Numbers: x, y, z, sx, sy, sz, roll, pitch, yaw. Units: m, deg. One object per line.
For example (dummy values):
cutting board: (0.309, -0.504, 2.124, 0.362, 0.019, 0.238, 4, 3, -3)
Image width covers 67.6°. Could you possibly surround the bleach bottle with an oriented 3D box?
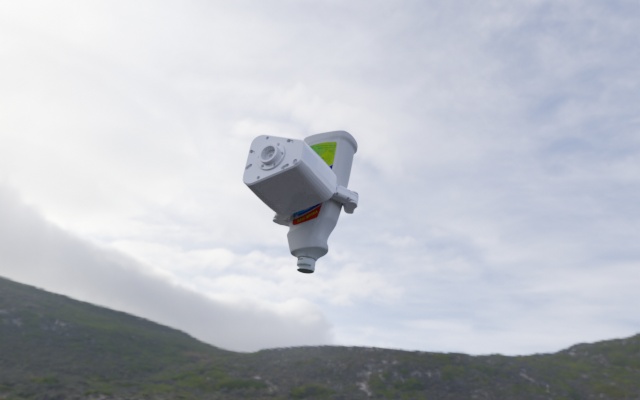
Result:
bleach bottle: (0.000, 0.003, 0.825, 0.102, 0.250, 0.068, -6, -29, 27)
